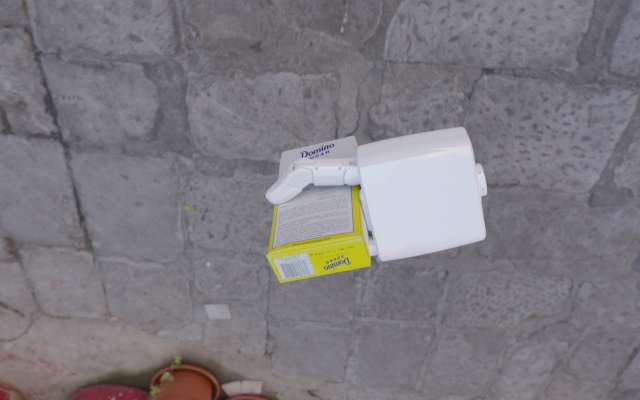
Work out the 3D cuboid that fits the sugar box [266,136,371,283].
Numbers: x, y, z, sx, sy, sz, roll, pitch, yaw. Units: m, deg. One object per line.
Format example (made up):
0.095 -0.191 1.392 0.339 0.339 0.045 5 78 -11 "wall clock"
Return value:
0.000 0.002 0.506 0.093 0.048 0.176 -11 35 11 "sugar box"
